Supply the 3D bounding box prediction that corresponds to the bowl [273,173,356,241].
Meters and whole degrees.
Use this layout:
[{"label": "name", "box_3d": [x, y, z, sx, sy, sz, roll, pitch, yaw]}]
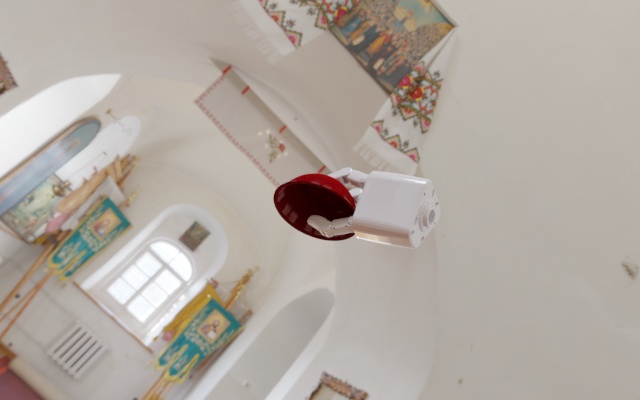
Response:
[{"label": "bowl", "box_3d": [-0.001, 0.002, 0.852, 0.162, 0.055, 0.162, 15, -36, 11]}]
